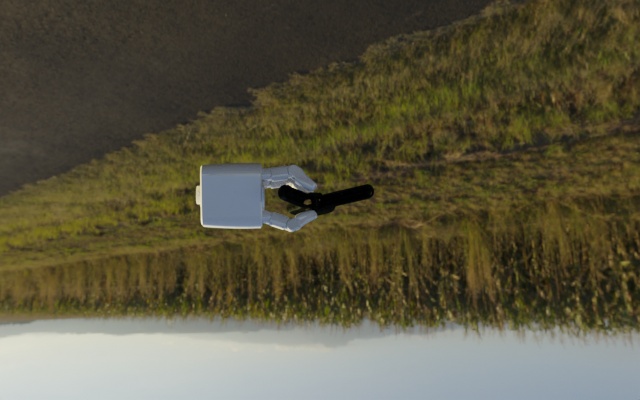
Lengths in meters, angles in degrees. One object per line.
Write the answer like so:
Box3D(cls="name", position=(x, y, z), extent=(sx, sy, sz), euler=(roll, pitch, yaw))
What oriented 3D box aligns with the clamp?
Box3D(cls="clamp", position=(0.000, 0.004, 0.878), extent=(0.164, 0.036, 0.210), euler=(-1, -12, -8))
